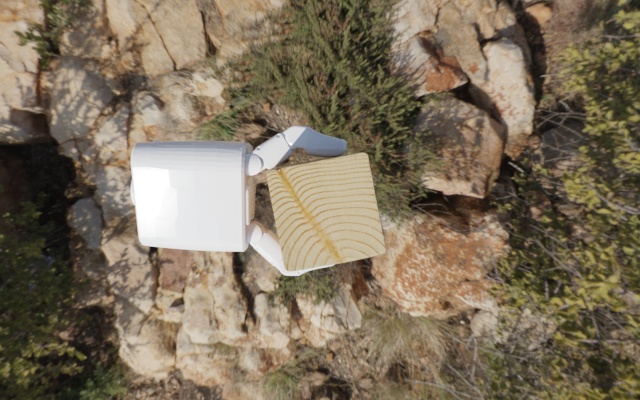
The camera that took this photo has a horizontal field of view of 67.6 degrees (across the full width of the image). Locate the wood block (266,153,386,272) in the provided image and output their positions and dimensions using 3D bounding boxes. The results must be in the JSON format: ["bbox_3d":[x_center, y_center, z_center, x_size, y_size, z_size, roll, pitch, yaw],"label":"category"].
[{"bbox_3d":[0.000,0.002,0.504,0.090,0.091,0.206,-11,6,-2],"label":"wood block"}]
